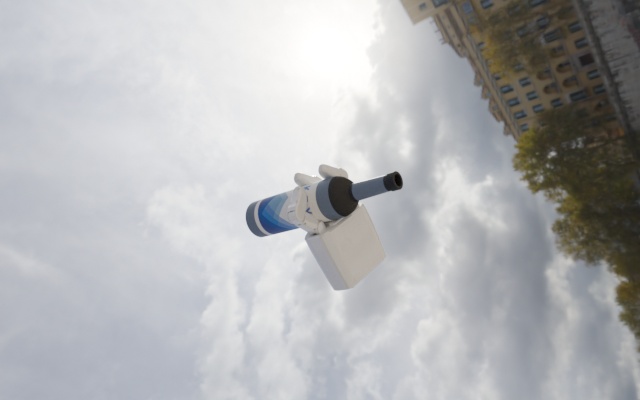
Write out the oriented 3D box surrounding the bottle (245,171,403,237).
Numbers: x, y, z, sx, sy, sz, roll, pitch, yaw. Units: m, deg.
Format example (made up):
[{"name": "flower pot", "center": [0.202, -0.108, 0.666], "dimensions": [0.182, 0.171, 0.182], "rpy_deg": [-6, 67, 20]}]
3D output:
[{"name": "bottle", "center": [0.000, 0.003, 0.772], "dimensions": [0.296, 0.069, 0.069], "rpy_deg": [-16, -10, 38]}]
